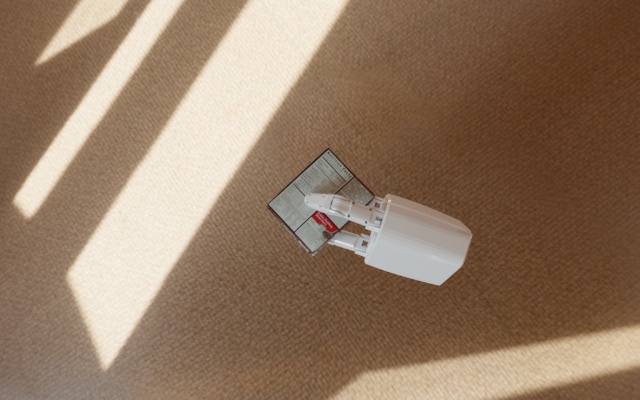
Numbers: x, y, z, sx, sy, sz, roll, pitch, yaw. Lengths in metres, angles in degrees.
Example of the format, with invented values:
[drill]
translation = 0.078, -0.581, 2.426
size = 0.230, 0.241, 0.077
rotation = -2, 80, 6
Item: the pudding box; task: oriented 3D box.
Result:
[pudding box]
translation = 0.000, 0.002, 0.616
size = 0.113, 0.090, 0.039
rotation = -42, -6, -7
